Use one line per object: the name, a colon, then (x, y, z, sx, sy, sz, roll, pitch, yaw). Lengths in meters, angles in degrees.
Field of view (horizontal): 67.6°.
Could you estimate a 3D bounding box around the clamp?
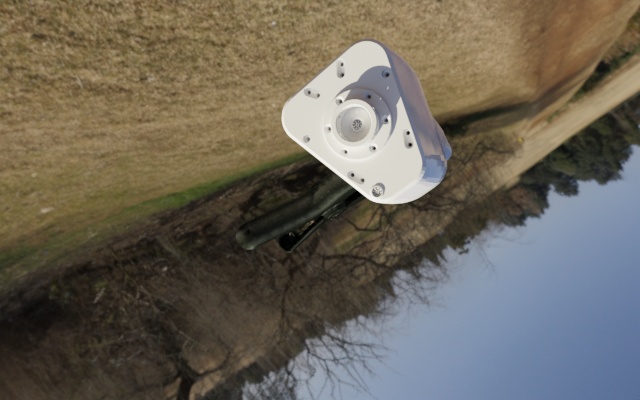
clamp: (0.001, 0.002, 0.462, 0.171, 0.039, 0.120, -39, -11, 18)
